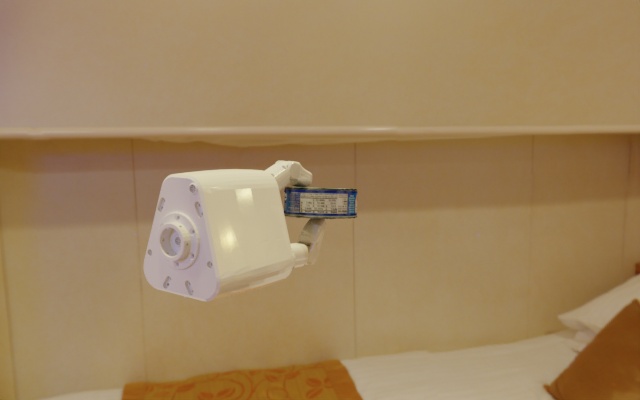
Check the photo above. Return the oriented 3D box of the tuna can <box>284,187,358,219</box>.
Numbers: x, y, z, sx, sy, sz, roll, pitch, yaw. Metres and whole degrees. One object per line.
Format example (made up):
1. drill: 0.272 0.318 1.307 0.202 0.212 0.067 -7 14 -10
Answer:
1. tuna can: 0.000 0.001 0.549 0.086 0.034 0.086 2 2 0
